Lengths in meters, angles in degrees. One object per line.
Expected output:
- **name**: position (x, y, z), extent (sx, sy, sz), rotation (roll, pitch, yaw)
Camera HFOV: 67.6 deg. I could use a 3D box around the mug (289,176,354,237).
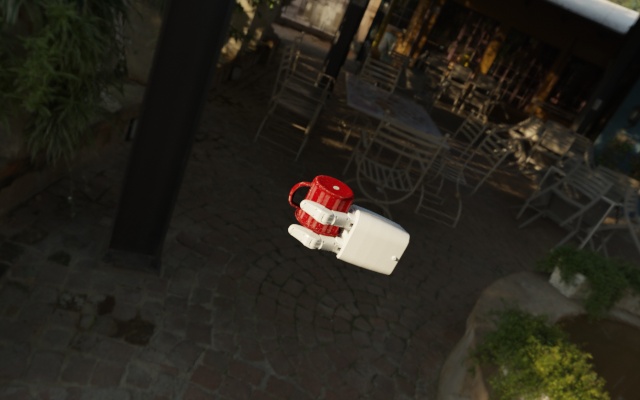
- **mug**: position (-0.001, 0.002, 0.883), extent (0.117, 0.081, 0.093), rotation (22, 23, -8)
